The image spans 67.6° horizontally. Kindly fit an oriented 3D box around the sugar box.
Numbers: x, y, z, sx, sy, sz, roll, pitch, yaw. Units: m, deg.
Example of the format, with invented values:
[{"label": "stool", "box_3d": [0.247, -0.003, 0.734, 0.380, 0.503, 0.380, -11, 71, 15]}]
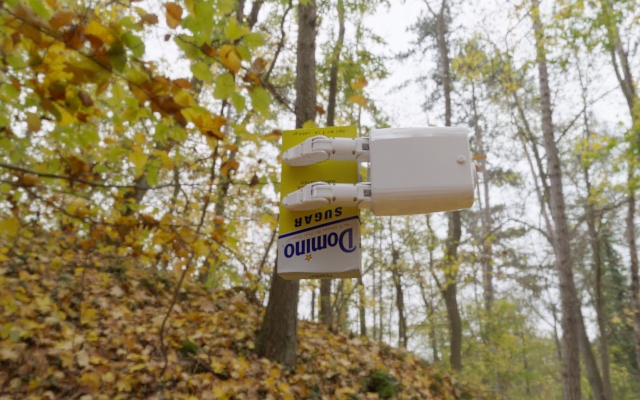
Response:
[{"label": "sugar box", "box_3d": [0.000, 0.002, 0.557, 0.093, 0.176, 0.048, -4, -21, 9]}]
